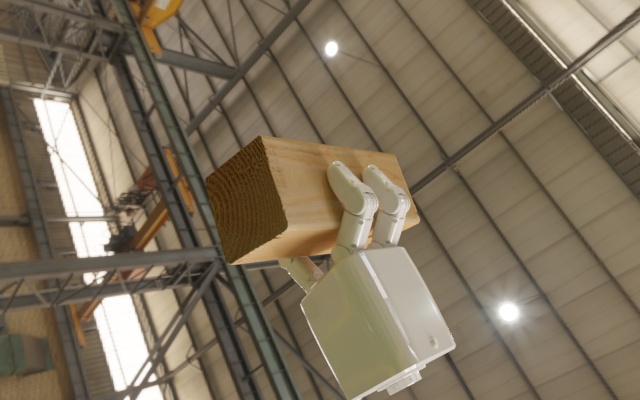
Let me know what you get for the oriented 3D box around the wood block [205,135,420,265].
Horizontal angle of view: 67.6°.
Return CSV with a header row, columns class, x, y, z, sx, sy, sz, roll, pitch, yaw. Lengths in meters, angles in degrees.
class,x,y,z,sx,sy,sz,roll,pitch,yaw
wood block,0.000,0.002,0.492,0.091,0.090,0.206,-31,-21,37
